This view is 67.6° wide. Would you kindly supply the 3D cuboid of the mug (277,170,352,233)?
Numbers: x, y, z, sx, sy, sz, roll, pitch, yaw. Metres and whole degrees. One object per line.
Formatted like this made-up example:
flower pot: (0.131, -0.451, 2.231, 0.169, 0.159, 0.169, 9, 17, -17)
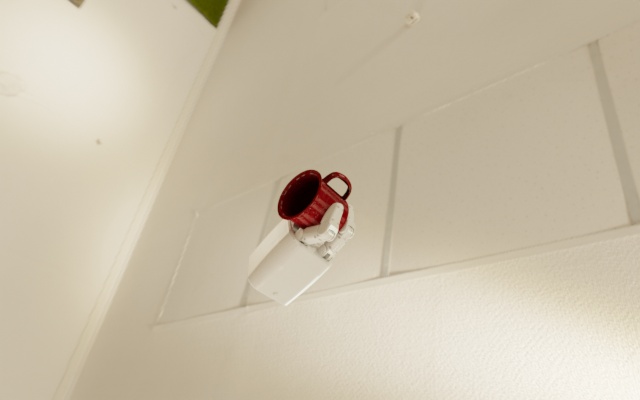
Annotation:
mug: (0.001, 0.002, 0.766, 0.081, 0.117, 0.093, 39, 13, -35)
